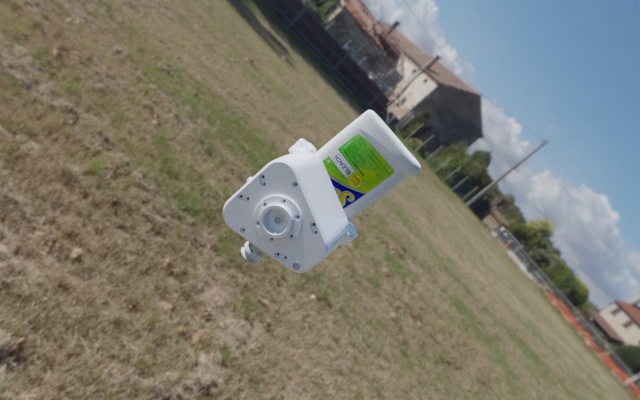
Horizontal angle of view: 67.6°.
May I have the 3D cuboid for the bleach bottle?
[{"bbox_3d":[0.000,0.002,0.615,0.251,0.102,0.068,-41,-2,14],"label":"bleach bottle"}]
